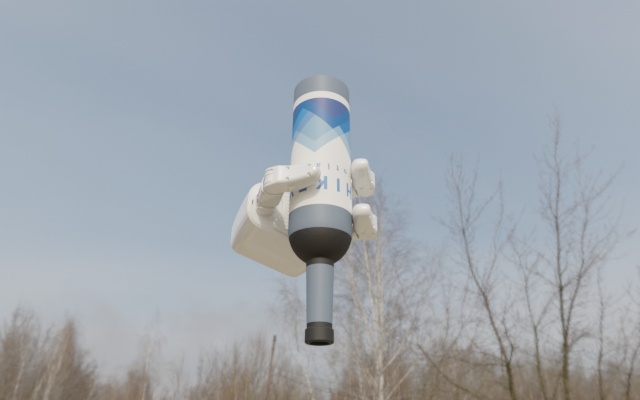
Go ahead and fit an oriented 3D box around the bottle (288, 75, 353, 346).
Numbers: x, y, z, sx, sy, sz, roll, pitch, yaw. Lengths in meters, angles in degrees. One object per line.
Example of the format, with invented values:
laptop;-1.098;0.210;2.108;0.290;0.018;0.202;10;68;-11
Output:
bottle;0.000;0.001;0.509;0.069;0.295;0.069;0;-27;0
